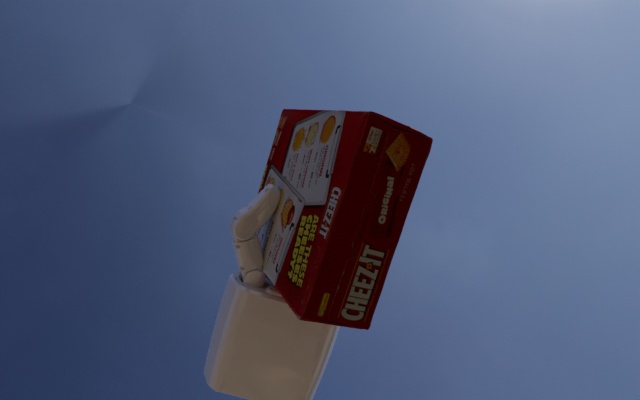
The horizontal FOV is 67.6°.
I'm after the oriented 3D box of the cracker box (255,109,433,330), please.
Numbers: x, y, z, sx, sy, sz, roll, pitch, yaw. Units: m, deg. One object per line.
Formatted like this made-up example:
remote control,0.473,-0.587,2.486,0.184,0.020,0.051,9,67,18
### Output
cracker box,0.000,0.001,0.456,0.072,0.164,0.213,16,5,-24
